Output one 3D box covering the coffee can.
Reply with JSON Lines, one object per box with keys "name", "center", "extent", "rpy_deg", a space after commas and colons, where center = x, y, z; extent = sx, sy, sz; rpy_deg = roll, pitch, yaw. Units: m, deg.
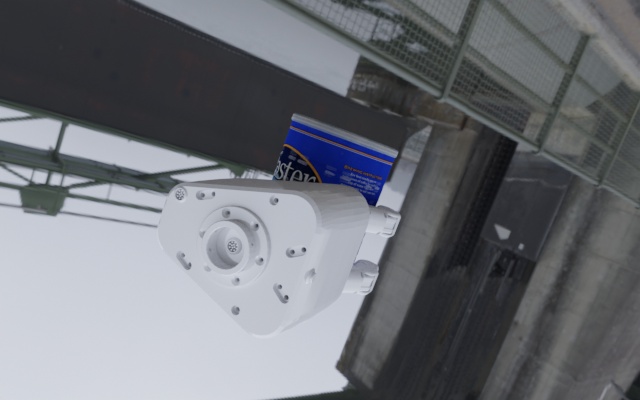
{"name": "coffee can", "center": [0.000, 0.001, 0.450], "extent": [0.103, 0.140, 0.103], "rpy_deg": [20, 8, -3]}
